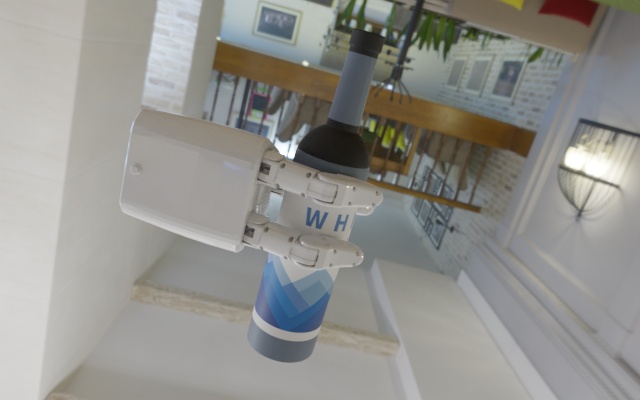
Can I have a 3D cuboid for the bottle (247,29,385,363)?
[{"bbox_3d":[0.000,0.002,0.424,0.069,0.296,0.069,15,16,-4],"label":"bottle"}]
